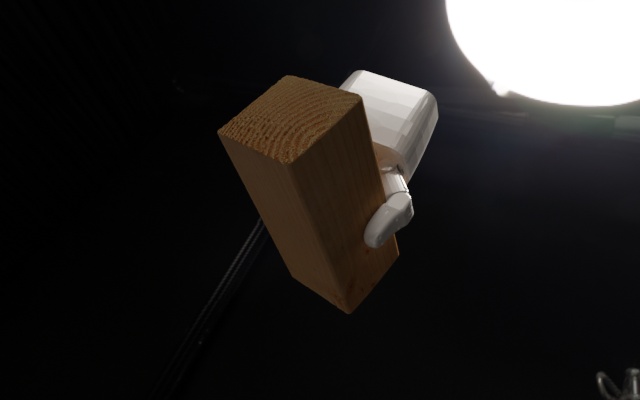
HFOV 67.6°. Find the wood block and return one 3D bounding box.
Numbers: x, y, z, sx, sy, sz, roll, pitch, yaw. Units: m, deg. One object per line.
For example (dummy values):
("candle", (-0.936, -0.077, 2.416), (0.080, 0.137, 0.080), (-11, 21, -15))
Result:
("wood block", (0.001, 0.001, 0.449), (0.091, 0.206, 0.090), (26, 60, 37))
